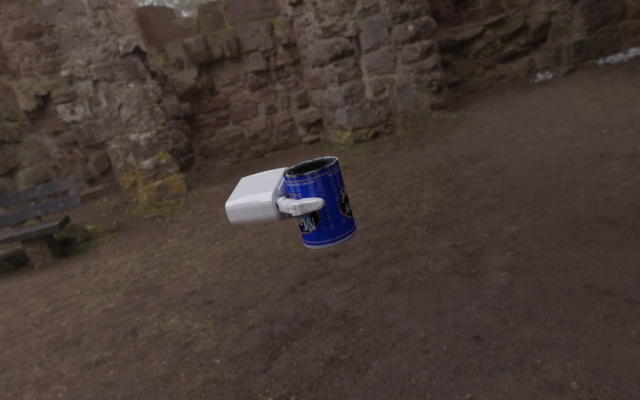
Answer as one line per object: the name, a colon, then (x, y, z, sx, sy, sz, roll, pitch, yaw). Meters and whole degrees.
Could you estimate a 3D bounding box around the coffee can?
coffee can: (0.000, 0.003, 0.861, 0.103, 0.140, 0.102, -15, 16, 4)
